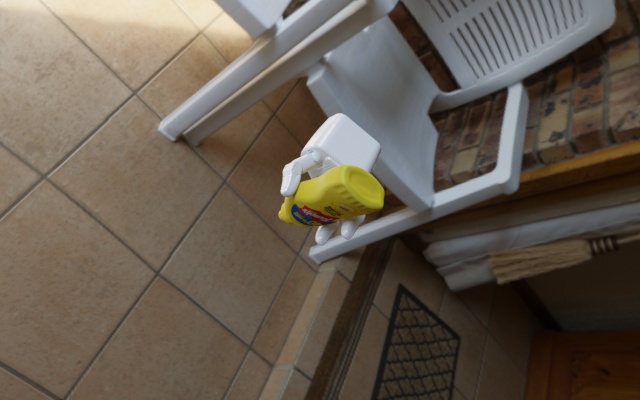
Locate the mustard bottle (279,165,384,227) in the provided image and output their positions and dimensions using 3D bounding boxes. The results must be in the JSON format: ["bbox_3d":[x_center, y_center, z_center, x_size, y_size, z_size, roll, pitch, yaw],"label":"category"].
[{"bbox_3d":[0.000,0.003,0.756,0.096,0.058,0.192,29,-32,-36],"label":"mustard bottle"}]
